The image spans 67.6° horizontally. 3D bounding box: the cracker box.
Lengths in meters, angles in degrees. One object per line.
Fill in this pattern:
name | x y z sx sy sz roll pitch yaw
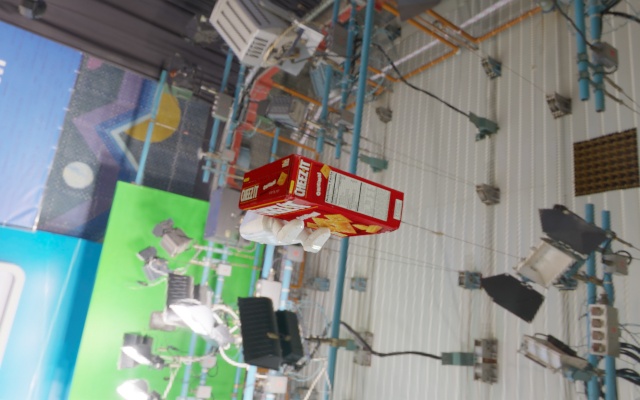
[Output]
cracker box | 0.000 0.002 0.771 0.214 0.072 0.164 17 -17 -31
